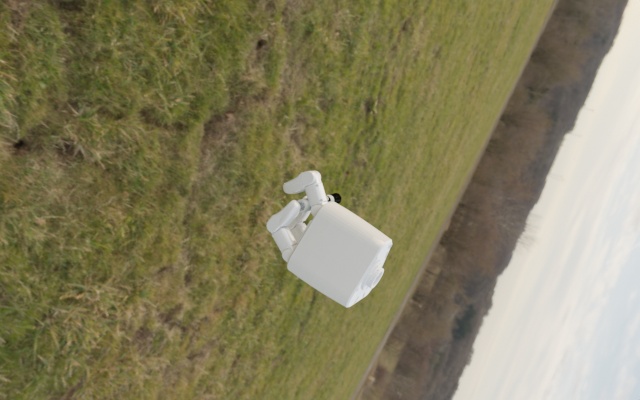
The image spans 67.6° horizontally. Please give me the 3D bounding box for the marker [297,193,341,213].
[{"bbox_3d":[0.000,0.002,0.736,0.020,0.020,0.121,0,6,28],"label":"marker"}]
